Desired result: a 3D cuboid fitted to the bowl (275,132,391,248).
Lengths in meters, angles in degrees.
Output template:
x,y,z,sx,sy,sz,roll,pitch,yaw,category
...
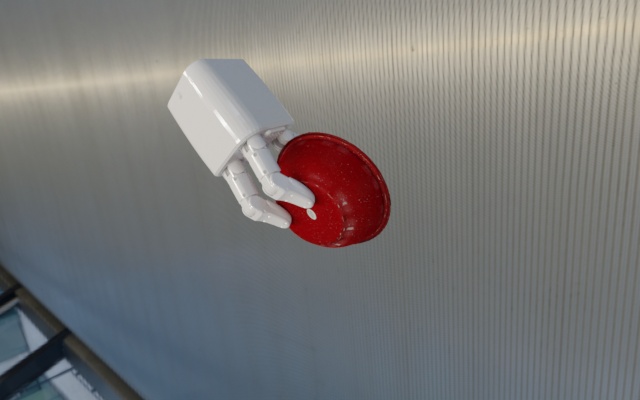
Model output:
x,y,z,sx,sy,sz,roll,pitch,yaw,category
0.001,0.003,0.576,0.162,0.162,0.055,0,32,35,bowl
